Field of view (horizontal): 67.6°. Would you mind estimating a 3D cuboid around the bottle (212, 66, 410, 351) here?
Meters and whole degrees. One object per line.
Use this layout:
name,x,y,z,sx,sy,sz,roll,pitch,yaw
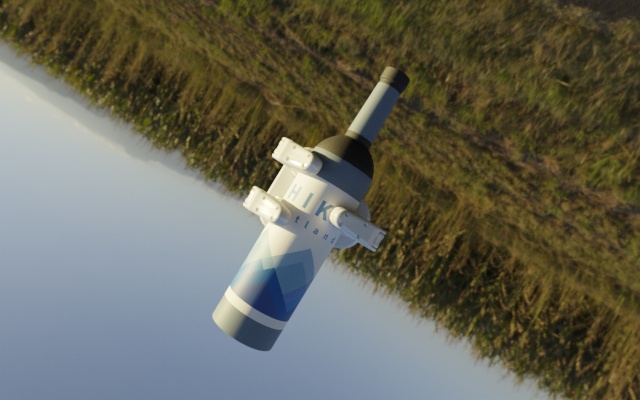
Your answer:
bottle,0.000,0.002,0.466,0.069,0.295,0.069,31,-1,1
